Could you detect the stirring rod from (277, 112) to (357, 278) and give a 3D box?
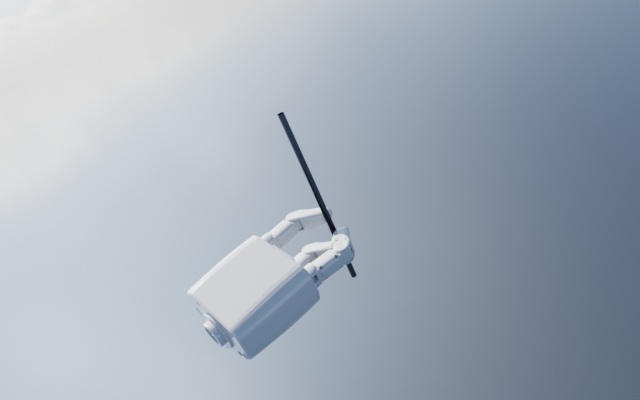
[{"bbox_3d":[0.000,0.002,0.582,0.011,0.240,0.011,-19,27,10],"label":"stirring rod"}]
